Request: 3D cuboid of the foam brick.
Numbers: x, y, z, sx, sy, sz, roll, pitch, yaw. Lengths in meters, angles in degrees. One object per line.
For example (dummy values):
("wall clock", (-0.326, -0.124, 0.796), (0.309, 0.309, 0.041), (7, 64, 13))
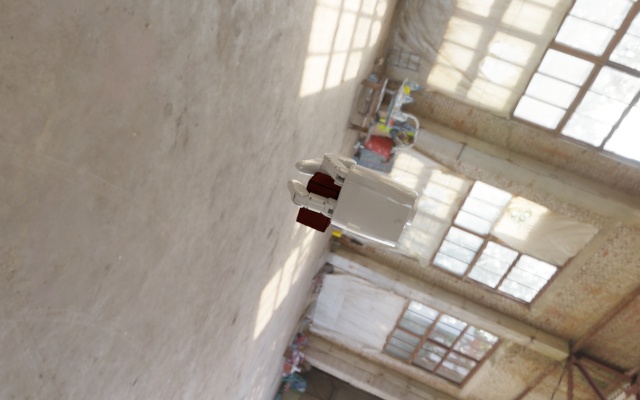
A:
("foam brick", (0.000, 0.003, 0.767), (0.051, 0.078, 0.053), (22, 24, 7))
